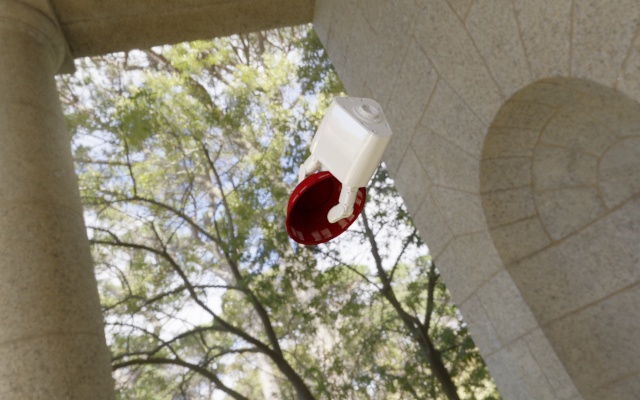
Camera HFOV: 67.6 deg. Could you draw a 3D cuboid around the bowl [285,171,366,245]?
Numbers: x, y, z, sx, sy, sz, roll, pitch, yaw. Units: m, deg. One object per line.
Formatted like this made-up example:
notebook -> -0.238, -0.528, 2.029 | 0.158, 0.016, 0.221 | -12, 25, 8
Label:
bowl -> -0.001, 0.004, 0.859 | 0.162, 0.162, 0.055 | 0, 35, -35
